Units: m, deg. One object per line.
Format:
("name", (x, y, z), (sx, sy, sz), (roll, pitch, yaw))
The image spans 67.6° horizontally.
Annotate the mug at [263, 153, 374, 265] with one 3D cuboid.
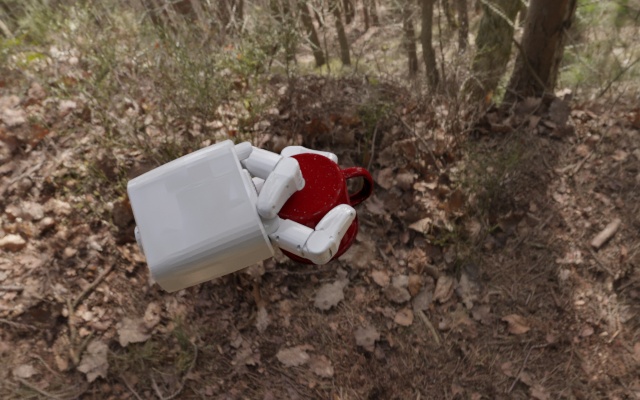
("mug", (0.001, 0.001, 0.485), (0.117, 0.093, 0.082), (-22, -34, -5))
